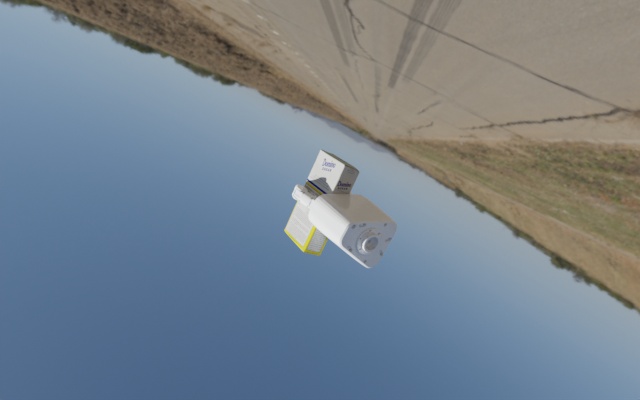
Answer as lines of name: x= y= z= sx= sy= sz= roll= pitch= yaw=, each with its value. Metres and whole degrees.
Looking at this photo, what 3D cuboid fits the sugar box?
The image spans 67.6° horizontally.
sugar box: x=0.001 y=0.003 z=0.890 sx=0.048 sy=0.176 sz=0.093 roll=20 pitch=12 yaw=-36
